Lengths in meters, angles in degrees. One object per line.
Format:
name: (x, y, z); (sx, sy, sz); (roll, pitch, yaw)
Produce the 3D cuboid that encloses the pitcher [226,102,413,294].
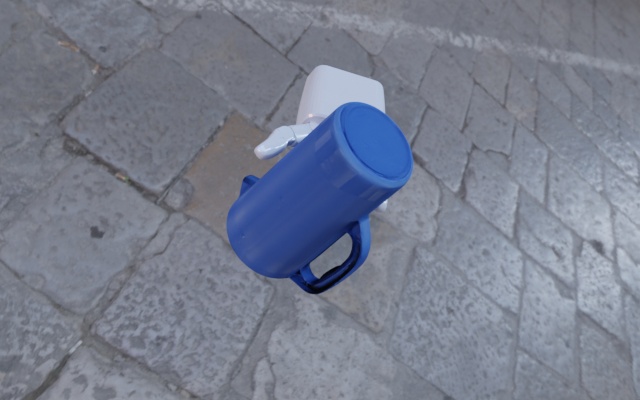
pitcher: (0.000, 0.002, 0.577); (0.149, 0.145, 0.243); (27, -41, -21)
